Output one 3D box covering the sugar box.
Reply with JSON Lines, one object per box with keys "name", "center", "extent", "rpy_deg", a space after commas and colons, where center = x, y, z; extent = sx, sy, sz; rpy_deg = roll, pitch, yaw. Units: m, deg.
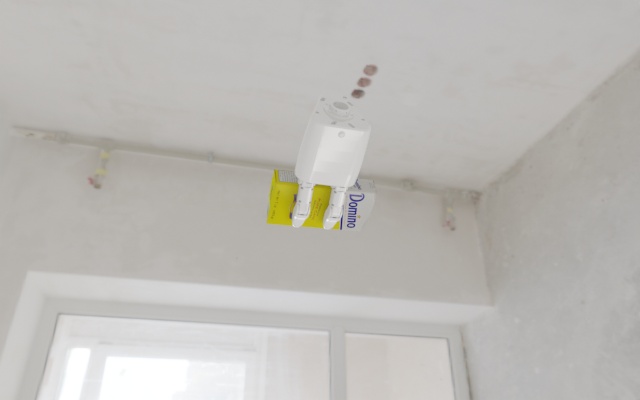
{"name": "sugar box", "center": [0.000, 0.003, 0.820], "extent": [0.176, 0.093, 0.048], "rpy_deg": [6, 39, -13]}
